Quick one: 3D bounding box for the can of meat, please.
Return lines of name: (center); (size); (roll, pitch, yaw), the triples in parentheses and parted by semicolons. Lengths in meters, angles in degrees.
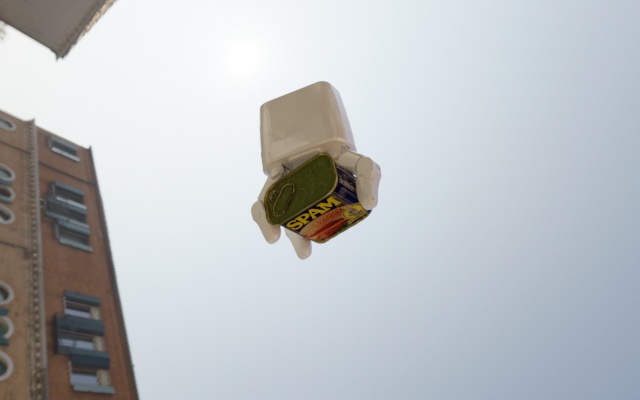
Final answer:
can of meat: (0.000, 0.002, 0.557); (0.102, 0.057, 0.084); (-32, -38, 25)
